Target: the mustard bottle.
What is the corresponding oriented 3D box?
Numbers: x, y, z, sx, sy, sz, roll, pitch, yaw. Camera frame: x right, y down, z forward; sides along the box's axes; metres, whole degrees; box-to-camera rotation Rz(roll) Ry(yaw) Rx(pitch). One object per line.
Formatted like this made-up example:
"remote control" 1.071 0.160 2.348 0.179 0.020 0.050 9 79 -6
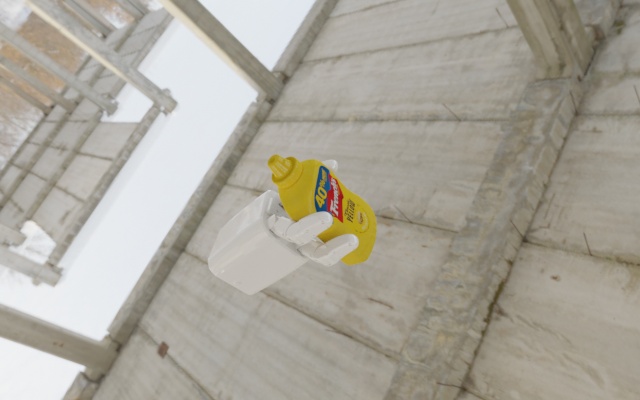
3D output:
"mustard bottle" 0.001 0.002 0.625 0.058 0.096 0.192 -18 -43 35
